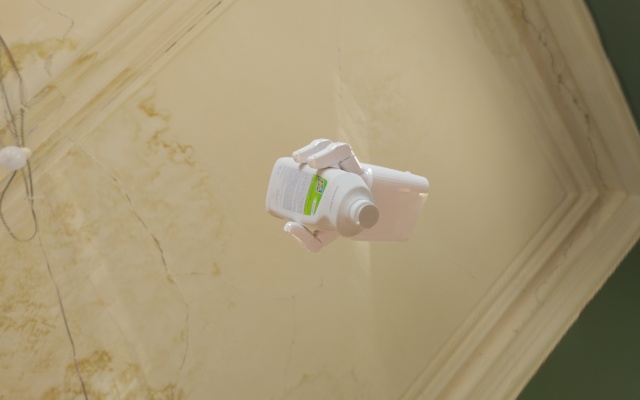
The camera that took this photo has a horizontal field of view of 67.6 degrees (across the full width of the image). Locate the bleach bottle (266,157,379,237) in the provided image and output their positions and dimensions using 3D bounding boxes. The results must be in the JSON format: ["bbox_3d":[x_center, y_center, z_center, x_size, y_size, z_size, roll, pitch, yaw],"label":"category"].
[{"bbox_3d":[0.000,0.002,0.654,0.068,0.102,0.250,7,8,-27],"label":"bleach bottle"}]
